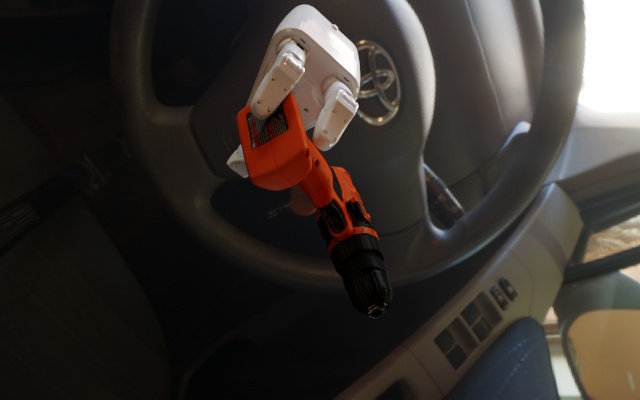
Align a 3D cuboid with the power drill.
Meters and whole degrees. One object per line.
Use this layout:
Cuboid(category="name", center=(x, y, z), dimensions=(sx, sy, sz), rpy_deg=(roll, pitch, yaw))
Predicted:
Cuboid(category="power drill", center=(0.000, 0.001, 0.444), dimensions=(0.057, 0.184, 0.188), rpy_deg=(-28, -43, 9))
